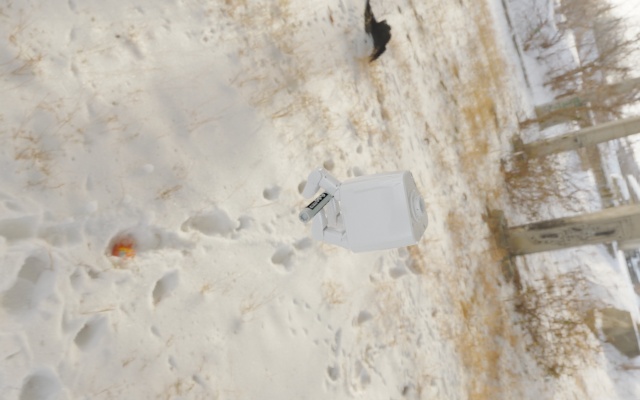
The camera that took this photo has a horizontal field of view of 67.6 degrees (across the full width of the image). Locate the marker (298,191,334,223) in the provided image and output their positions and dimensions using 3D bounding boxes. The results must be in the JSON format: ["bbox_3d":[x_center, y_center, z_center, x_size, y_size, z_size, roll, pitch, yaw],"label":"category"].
[{"bbox_3d":[0.000,0.002,0.741,0.020,0.020,0.121,0,21,25],"label":"marker"}]
